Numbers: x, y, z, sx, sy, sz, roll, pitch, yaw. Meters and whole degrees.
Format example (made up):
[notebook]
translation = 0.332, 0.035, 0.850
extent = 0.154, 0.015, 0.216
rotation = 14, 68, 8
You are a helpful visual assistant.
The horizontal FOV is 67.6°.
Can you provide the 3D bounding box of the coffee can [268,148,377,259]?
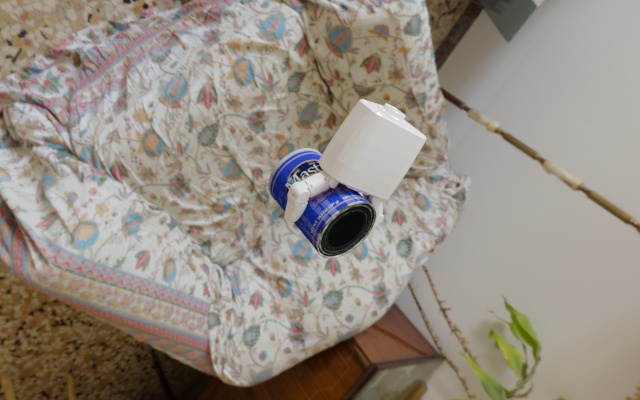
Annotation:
[coffee can]
translation = 0.000, 0.002, 0.709
extent = 0.103, 0.103, 0.140
rotation = 0, 36, -43
